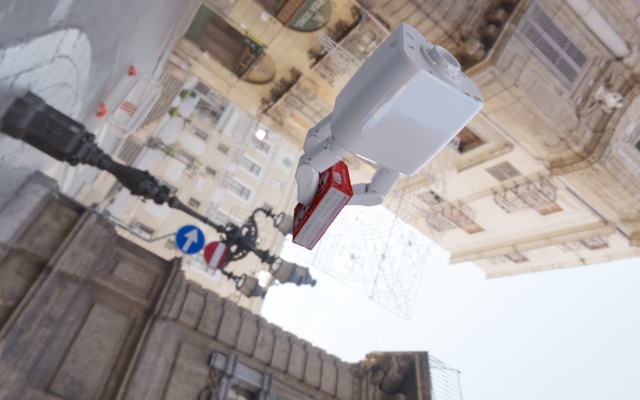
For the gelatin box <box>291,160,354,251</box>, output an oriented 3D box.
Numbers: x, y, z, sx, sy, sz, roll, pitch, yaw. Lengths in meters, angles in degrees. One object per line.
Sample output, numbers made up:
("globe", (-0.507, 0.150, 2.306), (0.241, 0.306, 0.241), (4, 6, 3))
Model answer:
("gelatin box", (0.000, 0.002, 0.547), (0.030, 0.089, 0.073), (27, 26, -15))
